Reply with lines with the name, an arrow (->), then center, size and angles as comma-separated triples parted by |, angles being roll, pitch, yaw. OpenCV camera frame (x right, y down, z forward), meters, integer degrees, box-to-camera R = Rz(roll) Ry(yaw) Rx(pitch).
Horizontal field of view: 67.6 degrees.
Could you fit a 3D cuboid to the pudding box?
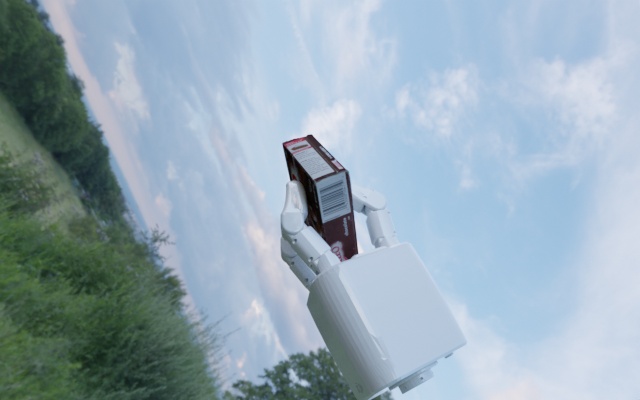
pudding box -> 0.000, 0.002, 0.488 | 0.039, 0.114, 0.090 | -19, 36, -16
